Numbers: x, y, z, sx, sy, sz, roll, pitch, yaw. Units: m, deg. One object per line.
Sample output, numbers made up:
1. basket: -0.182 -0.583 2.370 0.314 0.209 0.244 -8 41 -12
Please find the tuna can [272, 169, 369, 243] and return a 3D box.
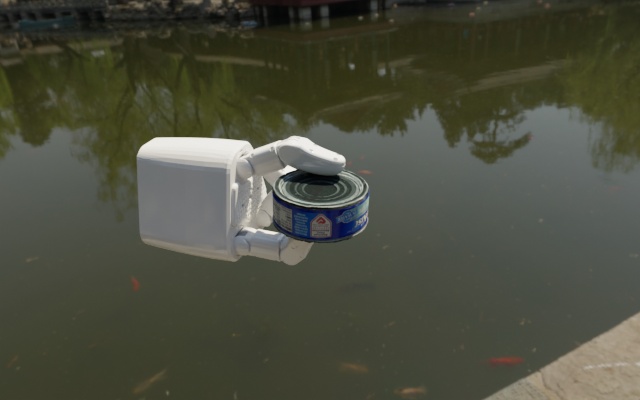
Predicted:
1. tuna can: 0.000 0.001 0.420 0.086 0.034 0.086 1 27 0
